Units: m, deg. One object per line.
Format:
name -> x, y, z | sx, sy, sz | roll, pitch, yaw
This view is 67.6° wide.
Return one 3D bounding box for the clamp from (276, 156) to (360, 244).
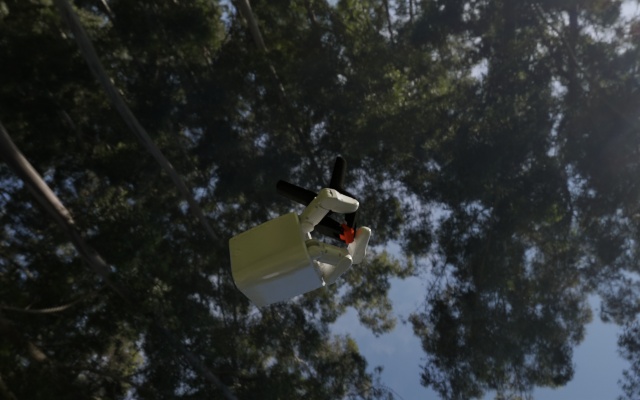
clamp -> 0.000, 0.003, 0.723 | 0.120, 0.039, 0.171 | -21, 41, 3
